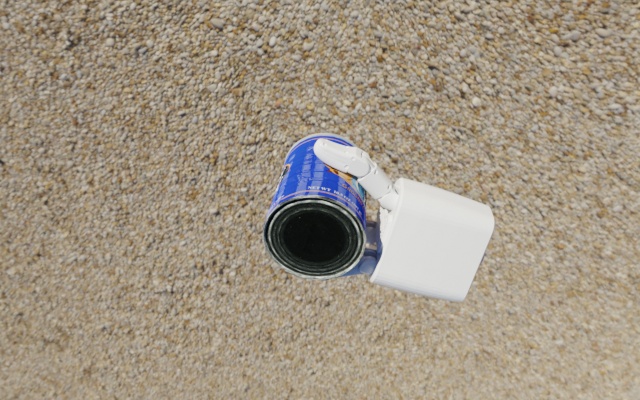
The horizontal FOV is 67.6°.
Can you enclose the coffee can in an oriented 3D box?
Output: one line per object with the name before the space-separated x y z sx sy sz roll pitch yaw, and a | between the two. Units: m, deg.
coffee can | 0.000 0.002 0.522 0.103 0.103 0.140 0 33 6
